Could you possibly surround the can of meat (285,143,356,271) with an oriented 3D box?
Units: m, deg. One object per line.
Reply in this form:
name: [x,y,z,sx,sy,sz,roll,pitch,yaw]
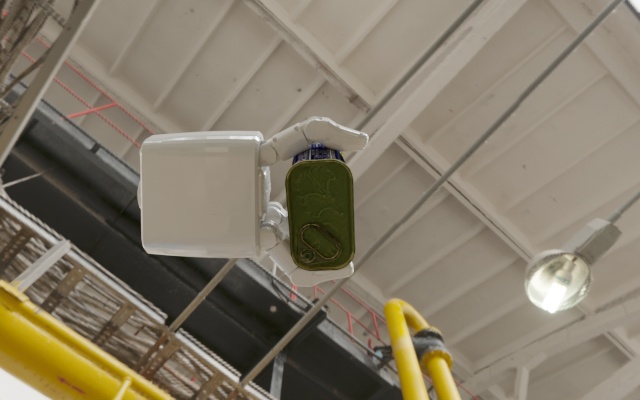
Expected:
can of meat: [0.000,0.001,0.446,0.057,0.102,0.084,-3,19,0]
